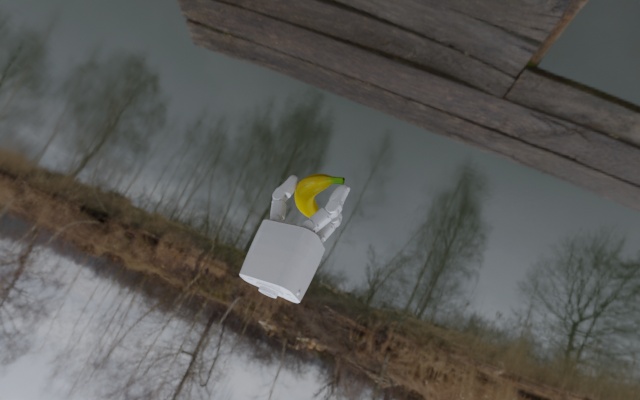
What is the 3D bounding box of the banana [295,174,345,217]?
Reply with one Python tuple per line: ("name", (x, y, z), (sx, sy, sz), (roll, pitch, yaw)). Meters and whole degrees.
("banana", (-0.016, -0.007, 0.881), (0.069, 0.037, 0.198), (26, -23, -4))
